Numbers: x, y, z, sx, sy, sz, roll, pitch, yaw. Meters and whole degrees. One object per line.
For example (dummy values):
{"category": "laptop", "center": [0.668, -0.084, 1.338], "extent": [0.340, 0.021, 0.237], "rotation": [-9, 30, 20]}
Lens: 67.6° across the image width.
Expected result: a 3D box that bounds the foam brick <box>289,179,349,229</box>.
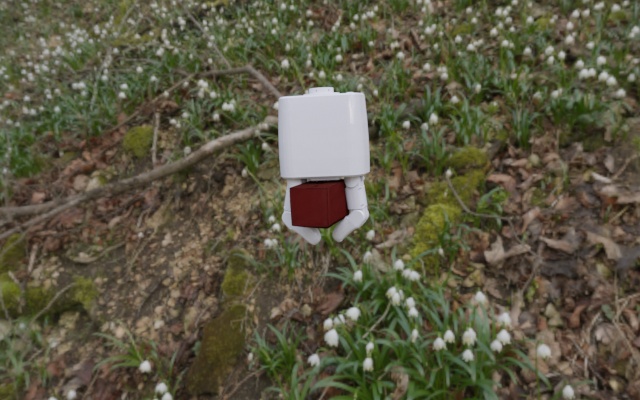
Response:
{"category": "foam brick", "center": [0.000, 0.002, 0.621], "extent": [0.053, 0.051, 0.078], "rotation": [2, 11, 23]}
